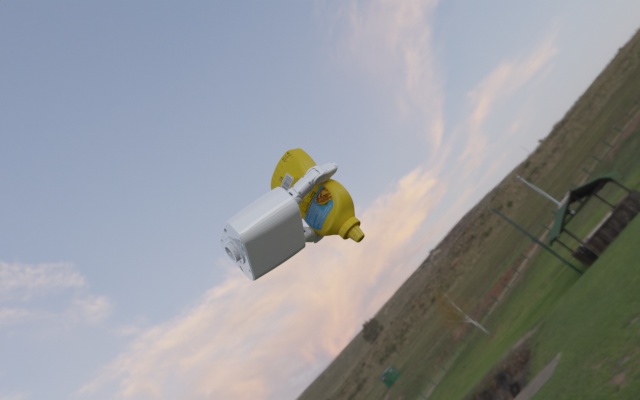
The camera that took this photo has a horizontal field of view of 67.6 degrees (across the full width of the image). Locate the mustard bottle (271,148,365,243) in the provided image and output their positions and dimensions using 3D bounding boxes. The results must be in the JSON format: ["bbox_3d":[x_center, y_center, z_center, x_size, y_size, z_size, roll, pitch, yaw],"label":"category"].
[{"bbox_3d":[0.000,0.002,0.800,0.191,0.096,0.058,43,35,24],"label":"mustard bottle"}]
